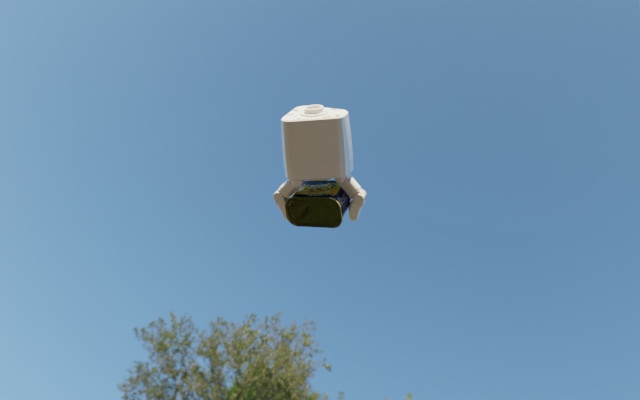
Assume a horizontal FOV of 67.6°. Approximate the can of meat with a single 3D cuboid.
[{"bbox_3d":[0.000,0.003,0.849,0.102,0.057,0.084,1,26,20],"label":"can of meat"}]
